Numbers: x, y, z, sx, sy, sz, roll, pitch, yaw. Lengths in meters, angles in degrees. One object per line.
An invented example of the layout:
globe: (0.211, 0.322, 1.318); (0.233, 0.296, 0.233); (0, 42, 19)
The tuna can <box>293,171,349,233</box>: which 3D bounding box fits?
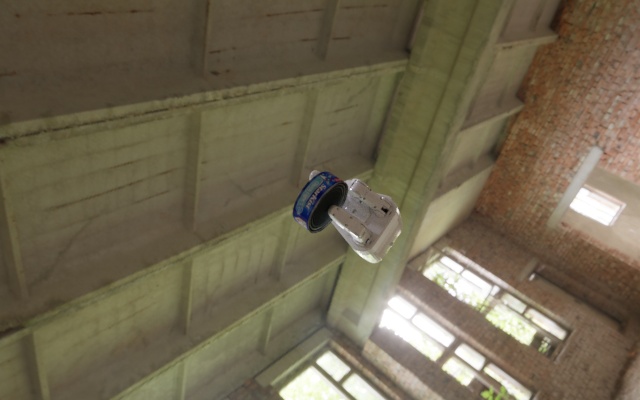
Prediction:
tuna can: (0.000, 0.002, 0.675); (0.033, 0.086, 0.086); (35, 15, 22)
